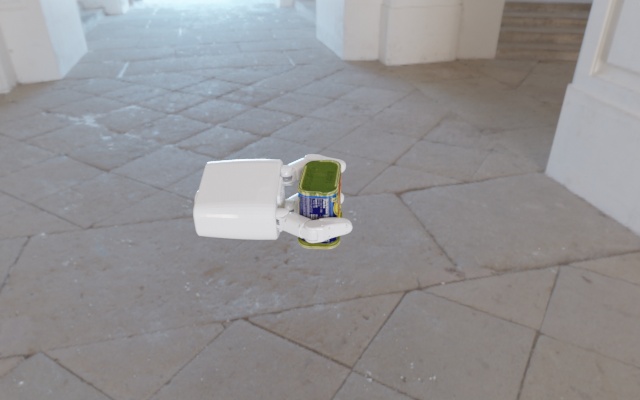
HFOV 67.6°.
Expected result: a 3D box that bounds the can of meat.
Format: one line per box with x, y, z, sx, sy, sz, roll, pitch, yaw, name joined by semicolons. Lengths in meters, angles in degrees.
0.000;0.002;0.646;0.057;0.084;0.102;2;30;5;can of meat
